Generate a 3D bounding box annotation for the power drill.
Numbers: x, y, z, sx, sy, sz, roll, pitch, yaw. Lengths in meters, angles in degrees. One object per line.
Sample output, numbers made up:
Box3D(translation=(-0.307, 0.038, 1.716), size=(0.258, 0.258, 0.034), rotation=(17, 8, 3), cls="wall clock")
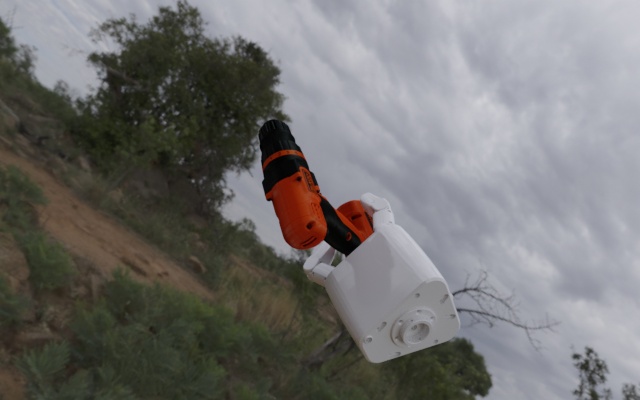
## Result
Box3D(translation=(0.000, 0.002, 0.587), size=(0.057, 0.184, 0.188), rotation=(-34, -40, 20), cls="power drill")
